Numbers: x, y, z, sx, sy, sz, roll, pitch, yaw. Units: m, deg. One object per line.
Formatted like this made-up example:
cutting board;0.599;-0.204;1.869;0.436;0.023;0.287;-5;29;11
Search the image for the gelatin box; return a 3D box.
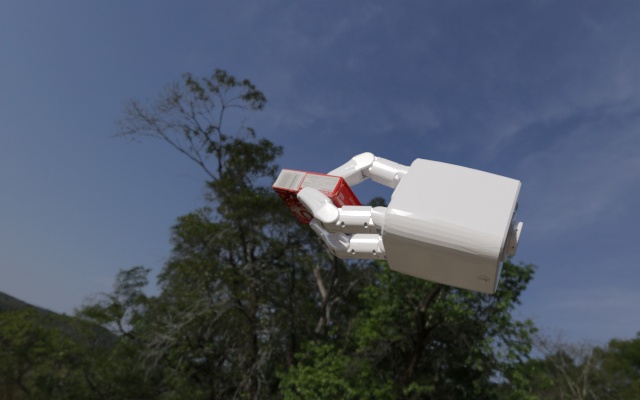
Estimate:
gelatin box;0.000;0.001;0.538;0.089;0.030;0.073;10;-30;37
